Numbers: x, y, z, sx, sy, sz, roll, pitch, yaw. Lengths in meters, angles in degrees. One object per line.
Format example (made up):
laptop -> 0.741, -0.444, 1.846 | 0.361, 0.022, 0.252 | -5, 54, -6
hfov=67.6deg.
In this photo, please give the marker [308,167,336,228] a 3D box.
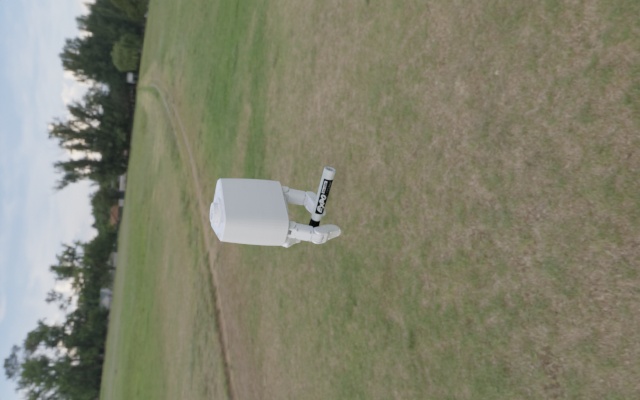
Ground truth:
marker -> 0.000, 0.003, 0.781 | 0.020, 0.121, 0.020 | 13, 26, -6
